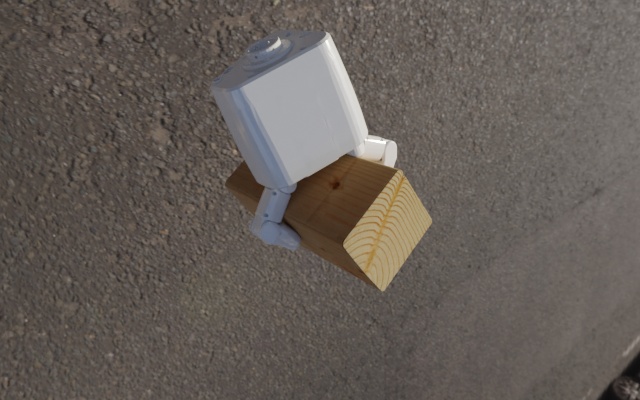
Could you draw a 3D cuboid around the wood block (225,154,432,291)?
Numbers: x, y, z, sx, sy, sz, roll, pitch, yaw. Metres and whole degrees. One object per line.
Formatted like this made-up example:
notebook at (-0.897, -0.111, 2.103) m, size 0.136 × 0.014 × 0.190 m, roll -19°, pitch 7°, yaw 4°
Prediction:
wood block at (0.000, 0.002, 0.515) m, size 0.206 × 0.091 × 0.090 m, roll 24°, pitch -20°, yaw 47°
